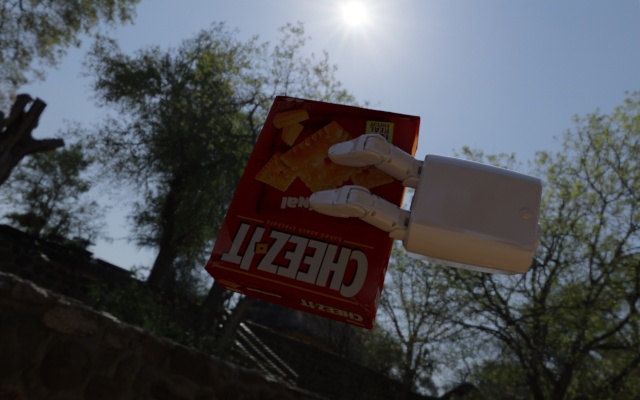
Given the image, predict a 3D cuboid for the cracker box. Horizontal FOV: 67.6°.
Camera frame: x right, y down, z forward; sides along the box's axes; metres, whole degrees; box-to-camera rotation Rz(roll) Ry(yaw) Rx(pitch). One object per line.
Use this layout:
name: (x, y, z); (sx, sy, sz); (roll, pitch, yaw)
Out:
cracker box: (0.000, 0.002, 0.491); (0.164, 0.213, 0.072); (12, -25, 14)
